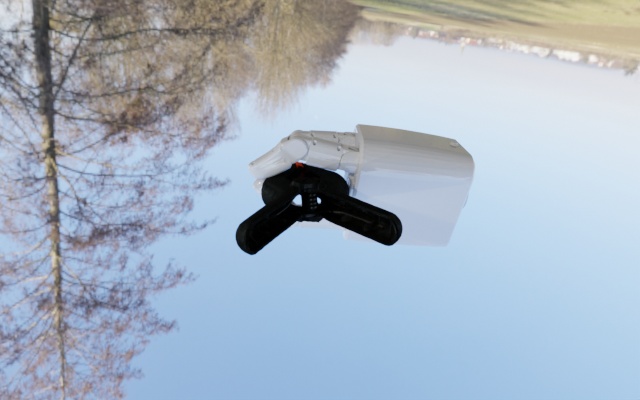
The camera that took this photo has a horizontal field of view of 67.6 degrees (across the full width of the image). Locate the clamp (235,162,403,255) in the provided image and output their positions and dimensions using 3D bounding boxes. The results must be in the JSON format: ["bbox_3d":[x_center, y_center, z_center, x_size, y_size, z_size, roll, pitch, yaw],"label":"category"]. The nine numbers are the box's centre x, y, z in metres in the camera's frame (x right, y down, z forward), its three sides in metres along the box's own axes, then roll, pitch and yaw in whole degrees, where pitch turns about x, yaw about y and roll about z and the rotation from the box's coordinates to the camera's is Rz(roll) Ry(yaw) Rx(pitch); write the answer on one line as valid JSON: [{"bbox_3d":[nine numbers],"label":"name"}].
[{"bbox_3d":[0.000,0.002,0.407,0.120,0.039,0.171,6,22,-2],"label":"clamp"}]
